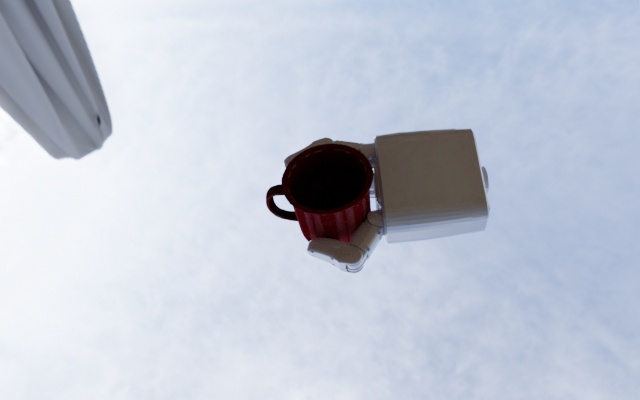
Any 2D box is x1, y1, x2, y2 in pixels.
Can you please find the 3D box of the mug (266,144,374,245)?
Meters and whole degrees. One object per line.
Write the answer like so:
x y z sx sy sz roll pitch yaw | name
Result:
-0.001 0.002 0.510 0.117 0.093 0.082 -5 -38 6 | mug
